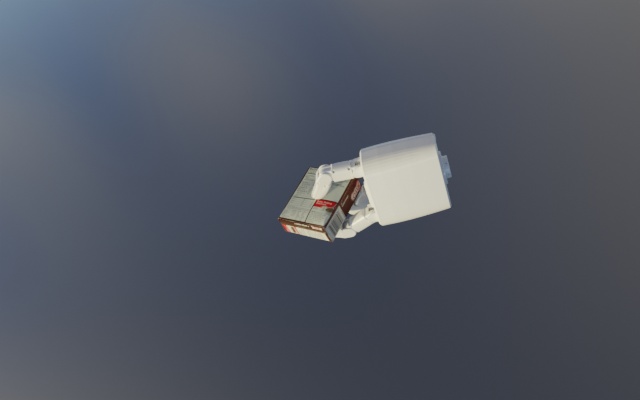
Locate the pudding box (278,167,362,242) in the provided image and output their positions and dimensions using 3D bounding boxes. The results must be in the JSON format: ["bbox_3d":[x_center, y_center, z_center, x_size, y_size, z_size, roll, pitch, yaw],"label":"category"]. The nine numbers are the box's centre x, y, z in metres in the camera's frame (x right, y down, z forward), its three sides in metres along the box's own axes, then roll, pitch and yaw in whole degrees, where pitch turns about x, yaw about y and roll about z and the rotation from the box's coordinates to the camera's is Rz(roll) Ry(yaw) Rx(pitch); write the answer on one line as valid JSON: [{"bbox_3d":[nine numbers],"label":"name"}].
[{"bbox_3d":[0.000,0.002,0.740,0.090,0.113,0.039,10,-36,34],"label":"pudding box"}]
